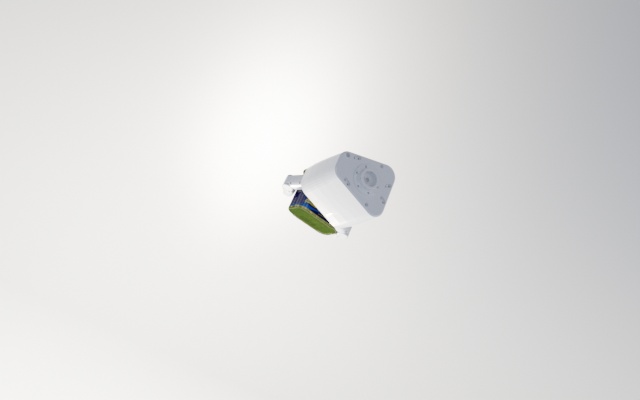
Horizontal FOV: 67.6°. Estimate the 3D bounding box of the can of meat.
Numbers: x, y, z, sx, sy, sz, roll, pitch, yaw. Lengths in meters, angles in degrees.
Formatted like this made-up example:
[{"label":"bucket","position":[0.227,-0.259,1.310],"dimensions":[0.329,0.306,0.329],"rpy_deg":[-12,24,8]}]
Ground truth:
[{"label":"can of meat","position":[0.000,0.003,0.860],"dimensions":[0.102,0.084,0.057],"rpy_deg":[35,-26,-25]}]
